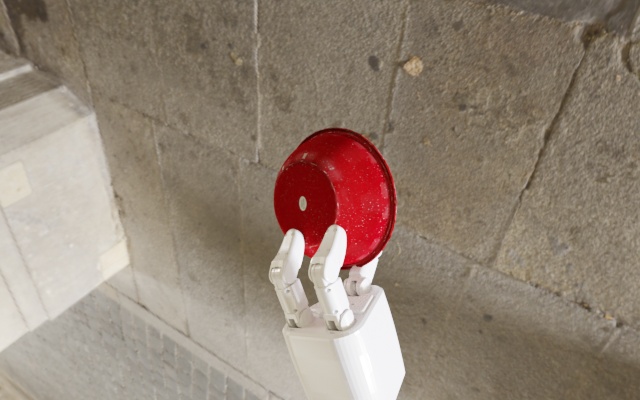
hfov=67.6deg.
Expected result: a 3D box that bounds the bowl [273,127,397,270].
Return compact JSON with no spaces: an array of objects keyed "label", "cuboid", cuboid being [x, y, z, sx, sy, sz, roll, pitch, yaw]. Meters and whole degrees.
[{"label":"bowl","cuboid":[-0.001,0.001,0.519,0.162,0.162,0.055,0,6,41]}]
